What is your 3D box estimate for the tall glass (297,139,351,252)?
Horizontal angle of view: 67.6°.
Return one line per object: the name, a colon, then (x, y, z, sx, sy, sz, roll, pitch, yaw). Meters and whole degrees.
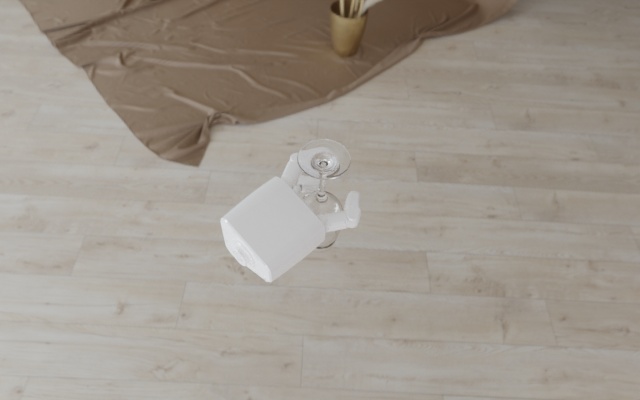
tall glass: (0.000, 0.002, 0.736, 0.079, 0.079, 0.201, 0, -37, -3)
